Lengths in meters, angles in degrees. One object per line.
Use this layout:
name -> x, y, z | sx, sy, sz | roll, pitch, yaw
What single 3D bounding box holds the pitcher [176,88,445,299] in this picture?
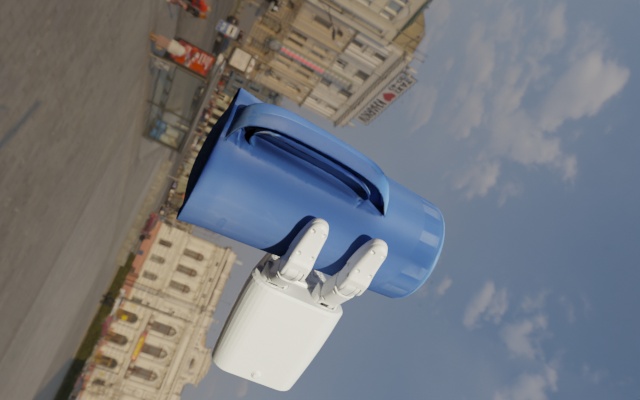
pitcher -> 0.000, 0.002, 0.458 | 0.243, 0.145, 0.149 | 26, 16, -16
